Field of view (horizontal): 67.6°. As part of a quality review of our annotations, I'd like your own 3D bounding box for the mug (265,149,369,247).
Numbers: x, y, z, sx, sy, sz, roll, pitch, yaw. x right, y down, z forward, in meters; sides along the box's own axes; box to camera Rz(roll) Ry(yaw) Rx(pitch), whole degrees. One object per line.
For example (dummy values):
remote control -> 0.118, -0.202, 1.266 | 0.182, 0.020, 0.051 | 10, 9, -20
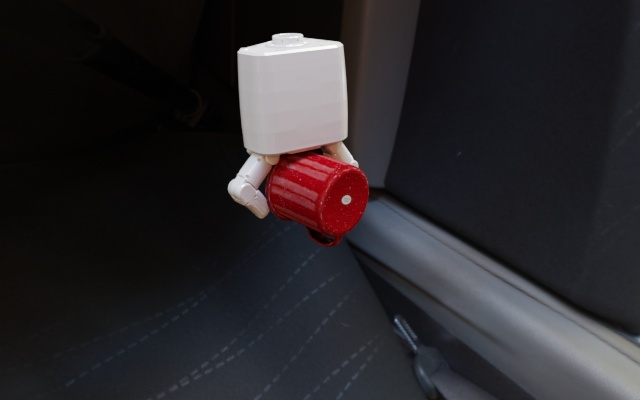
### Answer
mug -> 0.000, 0.003, 0.542 | 0.093, 0.117, 0.081 | -27, 35, -37
